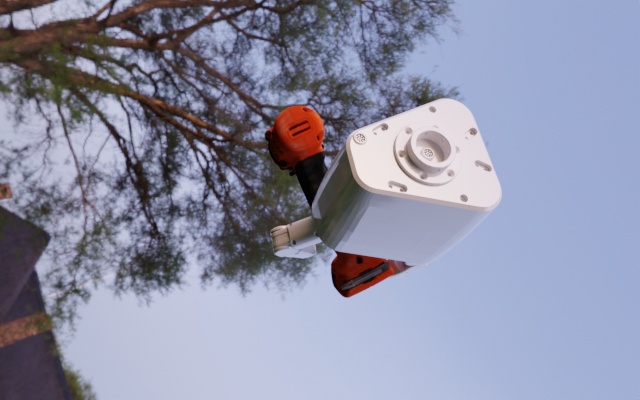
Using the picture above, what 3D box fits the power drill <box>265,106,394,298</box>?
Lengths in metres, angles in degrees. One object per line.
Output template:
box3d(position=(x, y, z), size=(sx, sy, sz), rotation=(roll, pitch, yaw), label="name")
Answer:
box3d(position=(0.000, 0.002, 0.502), size=(0.057, 0.187, 0.184), rotation=(-28, 1, -5), label="power drill")
